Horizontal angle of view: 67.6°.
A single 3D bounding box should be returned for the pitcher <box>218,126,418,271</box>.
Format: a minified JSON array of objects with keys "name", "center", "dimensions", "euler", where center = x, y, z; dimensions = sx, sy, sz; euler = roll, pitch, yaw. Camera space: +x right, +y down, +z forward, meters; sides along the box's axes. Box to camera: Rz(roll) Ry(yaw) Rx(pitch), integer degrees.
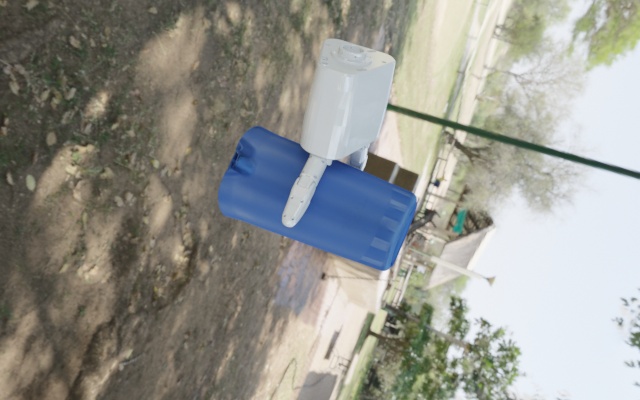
[{"name":"pitcher","center":[0.000,0.002,0.647],"dimensions":[0.243,0.145,0.149],"euler":[22,38,13]}]
